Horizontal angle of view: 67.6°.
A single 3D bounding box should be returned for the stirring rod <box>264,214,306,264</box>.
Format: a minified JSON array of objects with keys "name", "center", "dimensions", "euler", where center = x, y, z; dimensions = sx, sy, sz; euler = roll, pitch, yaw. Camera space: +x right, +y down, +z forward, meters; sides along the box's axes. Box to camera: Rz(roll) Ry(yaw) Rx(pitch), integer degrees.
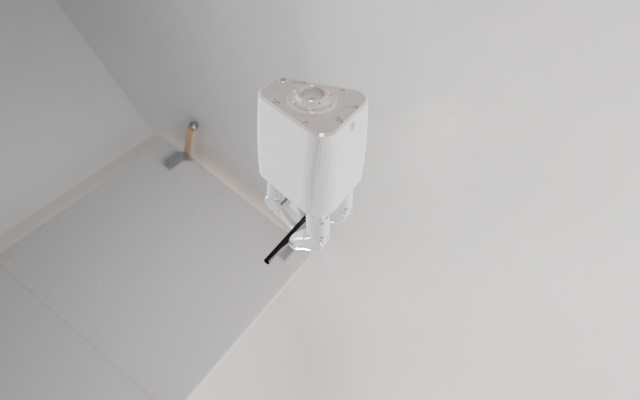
[{"name":"stirring rod","center":[0.000,0.002,0.631],"dimensions":[0.011,0.011,0.239],"euler":[0,35,40]}]
